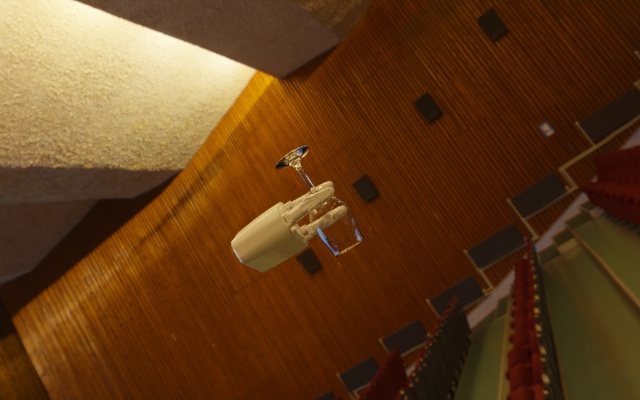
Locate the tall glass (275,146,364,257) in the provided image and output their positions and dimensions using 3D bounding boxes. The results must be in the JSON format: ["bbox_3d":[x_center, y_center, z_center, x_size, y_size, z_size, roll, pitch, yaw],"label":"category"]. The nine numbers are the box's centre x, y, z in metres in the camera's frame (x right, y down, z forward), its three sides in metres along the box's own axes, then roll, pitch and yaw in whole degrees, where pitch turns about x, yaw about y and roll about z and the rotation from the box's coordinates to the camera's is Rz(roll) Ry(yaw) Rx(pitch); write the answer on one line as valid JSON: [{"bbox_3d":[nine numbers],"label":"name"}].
[{"bbox_3d":[0.000,0.002,0.872,0.079,0.201,0.079,-32,-9,-6],"label":"tall glass"}]
